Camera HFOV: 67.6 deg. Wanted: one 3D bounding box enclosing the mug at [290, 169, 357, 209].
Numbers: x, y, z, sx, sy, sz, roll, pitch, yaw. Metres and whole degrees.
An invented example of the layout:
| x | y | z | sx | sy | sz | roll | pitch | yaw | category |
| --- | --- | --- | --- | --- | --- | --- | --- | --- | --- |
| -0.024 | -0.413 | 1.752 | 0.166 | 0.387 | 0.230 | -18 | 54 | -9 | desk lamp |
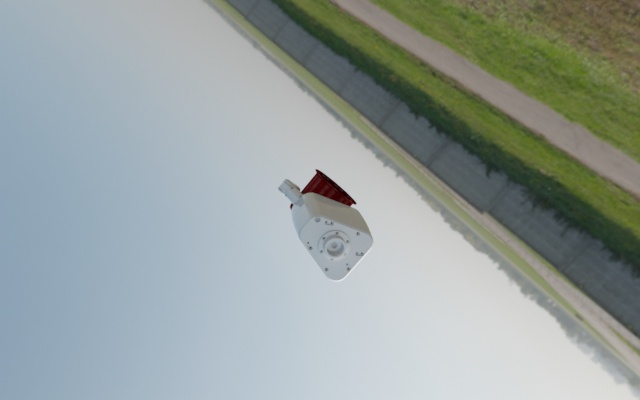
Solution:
| x | y | z | sx | sy | sz | roll | pitch | yaw | category |
| --- | --- | --- | --- | --- | --- | --- | --- | --- | --- |
| 0.000 | 0.002 | 0.838 | 0.093 | 0.081 | 0.117 | 38 | 8 | -16 | mug |
